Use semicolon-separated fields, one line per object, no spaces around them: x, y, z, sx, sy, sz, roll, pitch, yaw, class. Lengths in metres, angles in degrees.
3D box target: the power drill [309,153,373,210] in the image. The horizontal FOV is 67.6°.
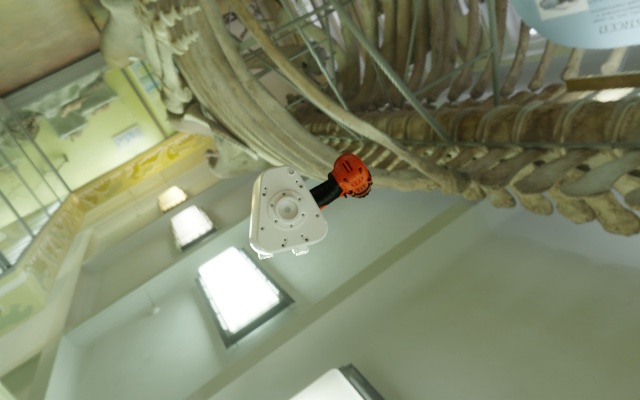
0.000;0.003;0.776;0.187;0.057;0.184;-36;-15;3;power drill
